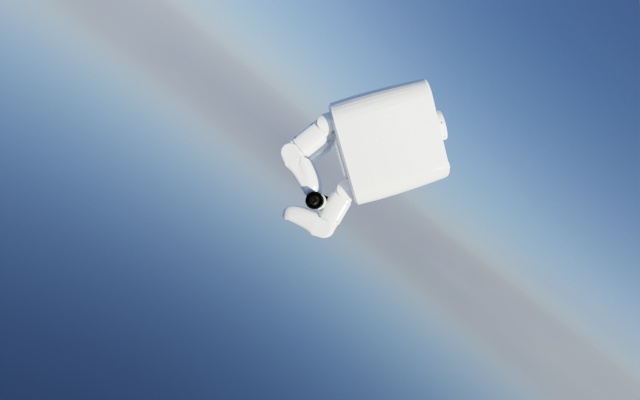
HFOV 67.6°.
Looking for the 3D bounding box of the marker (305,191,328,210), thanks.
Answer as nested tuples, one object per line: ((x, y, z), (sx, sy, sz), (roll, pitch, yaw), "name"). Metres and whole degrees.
((0.000, 0.002, 0.541), (0.020, 0.020, 0.121), (0, -2, 7), "marker")
